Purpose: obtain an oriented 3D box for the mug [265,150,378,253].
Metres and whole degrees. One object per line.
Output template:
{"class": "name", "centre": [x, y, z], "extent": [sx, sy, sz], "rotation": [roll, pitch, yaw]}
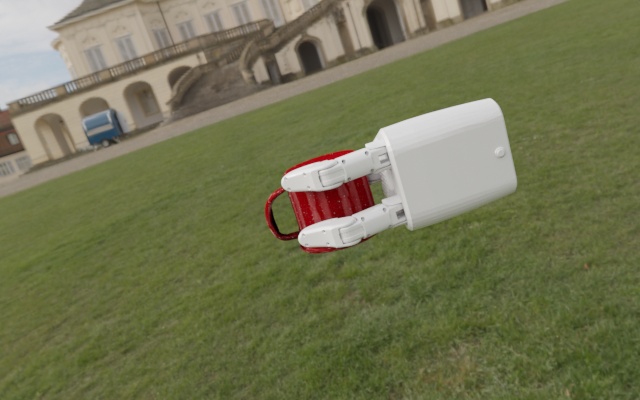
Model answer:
{"class": "mug", "centre": [-0.001, 0.002, 0.490], "extent": [0.117, 0.081, 0.093], "rotation": [-18, 13, -2]}
